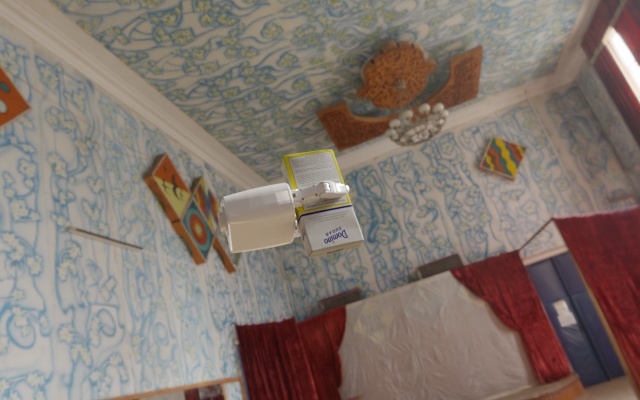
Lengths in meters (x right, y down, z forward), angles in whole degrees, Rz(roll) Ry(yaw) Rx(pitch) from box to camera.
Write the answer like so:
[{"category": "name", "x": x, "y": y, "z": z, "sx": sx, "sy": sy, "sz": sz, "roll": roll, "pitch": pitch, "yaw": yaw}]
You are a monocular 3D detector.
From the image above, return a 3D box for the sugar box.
[{"category": "sugar box", "x": 0.000, "y": 0.003, "z": 0.802, "sx": 0.093, "sy": 0.176, "sz": 0.048, "roll": -10, "pitch": -20, "yaw": -17}]
